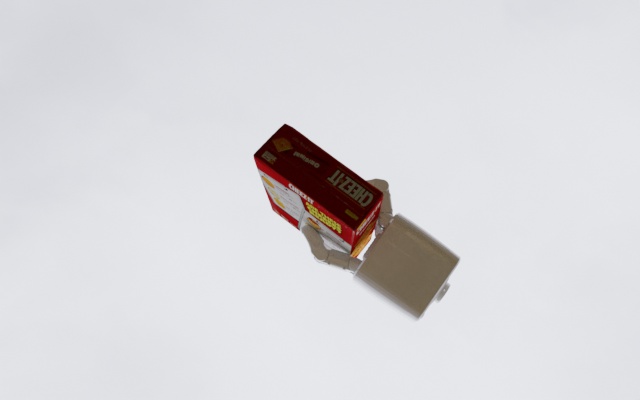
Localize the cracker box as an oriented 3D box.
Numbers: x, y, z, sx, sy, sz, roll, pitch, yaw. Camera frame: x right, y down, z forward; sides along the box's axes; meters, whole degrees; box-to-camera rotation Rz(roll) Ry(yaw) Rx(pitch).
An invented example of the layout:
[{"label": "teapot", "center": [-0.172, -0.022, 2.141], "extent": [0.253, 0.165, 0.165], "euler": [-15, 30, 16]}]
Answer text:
[{"label": "cracker box", "center": [0.000, 0.002, 0.688], "extent": [0.164, 0.072, 0.214], "euler": [36, -15, 13]}]
